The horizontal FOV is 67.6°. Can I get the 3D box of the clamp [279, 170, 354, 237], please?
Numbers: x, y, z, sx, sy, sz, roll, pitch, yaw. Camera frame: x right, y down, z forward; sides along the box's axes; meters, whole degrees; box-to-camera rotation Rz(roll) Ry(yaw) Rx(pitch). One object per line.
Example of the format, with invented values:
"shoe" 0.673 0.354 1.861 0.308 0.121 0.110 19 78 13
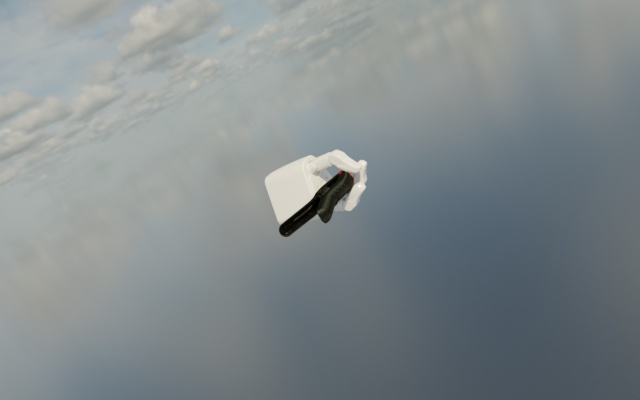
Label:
"clamp" 0.000 0.002 0.824 0.120 0.039 0.171 -19 18 36
